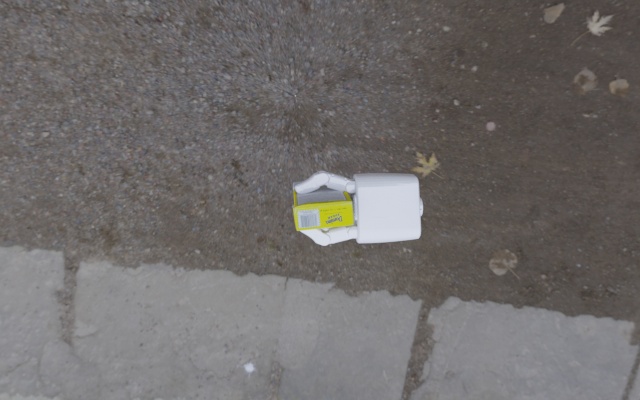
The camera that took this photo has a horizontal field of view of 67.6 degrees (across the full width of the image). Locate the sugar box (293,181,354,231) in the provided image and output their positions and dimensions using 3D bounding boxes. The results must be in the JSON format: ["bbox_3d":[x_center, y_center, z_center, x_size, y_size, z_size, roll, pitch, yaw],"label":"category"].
[{"bbox_3d":[0.000,0.003,0.821,0.093,0.048,0.176,-5,13,-2],"label":"sugar box"}]
